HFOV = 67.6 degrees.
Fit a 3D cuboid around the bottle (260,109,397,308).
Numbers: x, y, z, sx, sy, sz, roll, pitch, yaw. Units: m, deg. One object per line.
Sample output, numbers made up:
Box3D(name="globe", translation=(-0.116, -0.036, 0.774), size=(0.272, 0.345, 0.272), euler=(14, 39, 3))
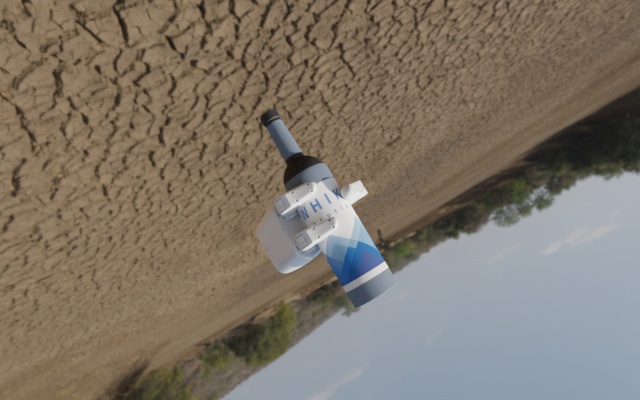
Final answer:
Box3D(name="bottle", translation=(0.000, 0.002, 0.659), size=(0.069, 0.295, 0.069), euler=(-30, -8, -5))
